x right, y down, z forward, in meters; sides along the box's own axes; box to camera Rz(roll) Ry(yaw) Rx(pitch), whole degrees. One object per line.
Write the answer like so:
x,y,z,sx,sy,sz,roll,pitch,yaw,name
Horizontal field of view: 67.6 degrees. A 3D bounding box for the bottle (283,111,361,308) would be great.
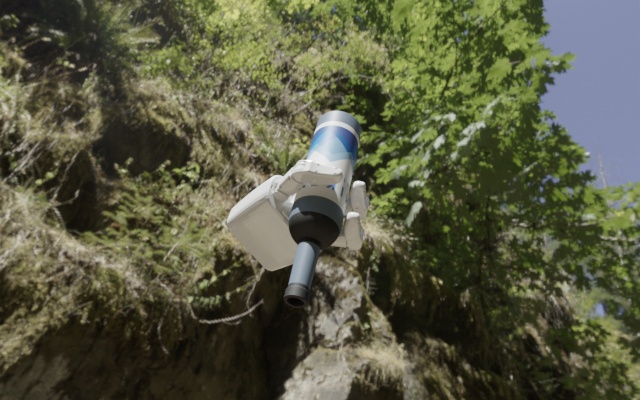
0.000,0.002,0.617,0.069,0.295,0.069,8,-40,7,bottle
